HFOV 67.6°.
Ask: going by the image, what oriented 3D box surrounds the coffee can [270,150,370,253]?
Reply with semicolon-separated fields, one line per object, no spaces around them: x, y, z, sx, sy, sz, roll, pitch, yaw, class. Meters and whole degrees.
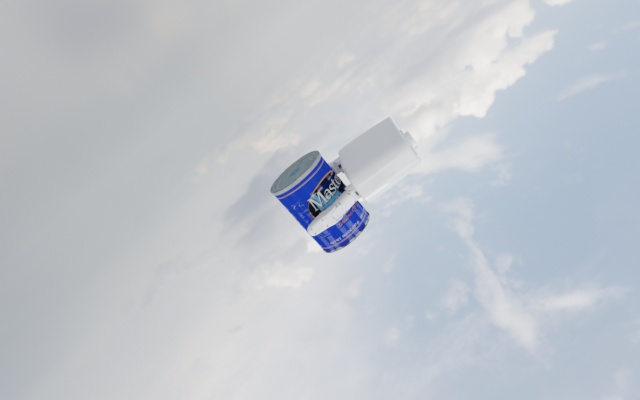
0.000;0.003;0.796;0.103;0.140;0.102;-36;19;14;coffee can
